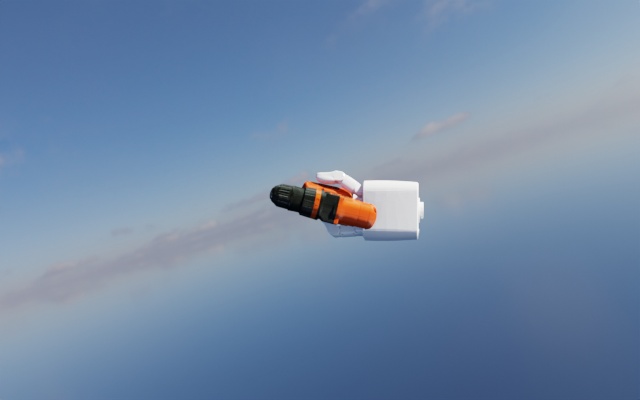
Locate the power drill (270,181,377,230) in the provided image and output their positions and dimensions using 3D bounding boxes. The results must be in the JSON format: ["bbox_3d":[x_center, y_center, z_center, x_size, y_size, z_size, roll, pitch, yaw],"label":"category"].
[{"bbox_3d":[0.000,0.003,0.874,0.184,0.057,0.187,15,6,-5],"label":"power drill"}]
